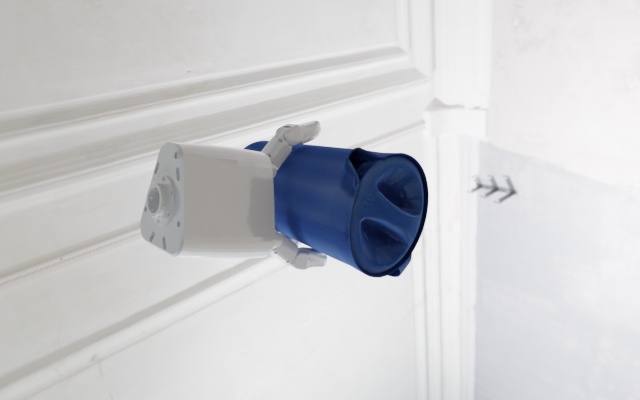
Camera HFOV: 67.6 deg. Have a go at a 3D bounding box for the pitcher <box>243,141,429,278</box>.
[{"bbox_3d":[0.000,0.002,0.582,0.145,0.149,0.243,1,11,-44],"label":"pitcher"}]
